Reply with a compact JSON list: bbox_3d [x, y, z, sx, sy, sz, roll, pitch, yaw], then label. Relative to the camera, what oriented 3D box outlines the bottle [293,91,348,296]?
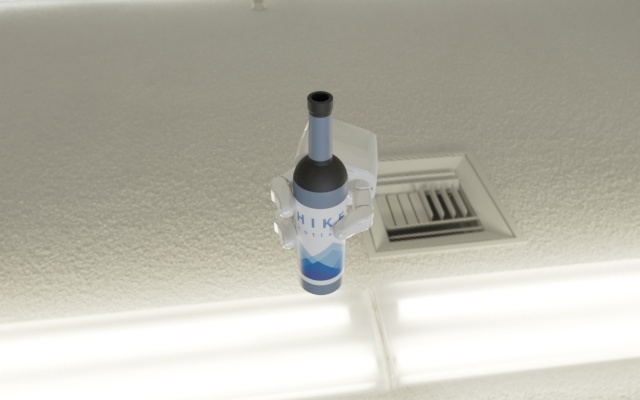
[{"bbox_3d":[0.000,0.002,0.594,0.069,0.296,0.069,0,42,0],"label":"bottle"}]
